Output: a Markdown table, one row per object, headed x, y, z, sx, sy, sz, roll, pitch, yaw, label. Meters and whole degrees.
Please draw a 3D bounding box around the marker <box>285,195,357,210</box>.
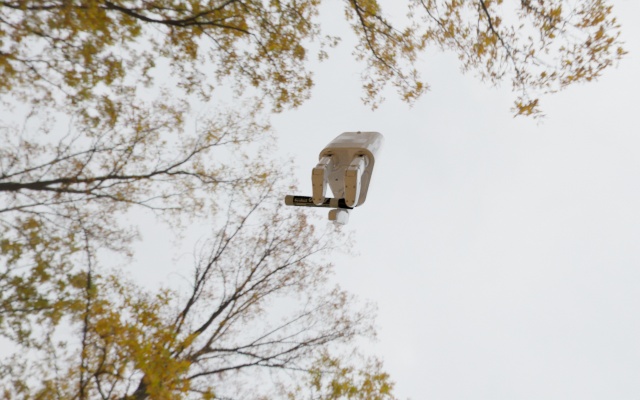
| x | y | z | sx | sy | sz | roll | pitch | yaw | label |
| --- | --- | --- | --- | --- | --- | --- | --- | --- | --- |
| 0.000 | 0.003 | 0.777 | 0.121 | 0.020 | 0.020 | 3 | 1 | 20 | marker |
